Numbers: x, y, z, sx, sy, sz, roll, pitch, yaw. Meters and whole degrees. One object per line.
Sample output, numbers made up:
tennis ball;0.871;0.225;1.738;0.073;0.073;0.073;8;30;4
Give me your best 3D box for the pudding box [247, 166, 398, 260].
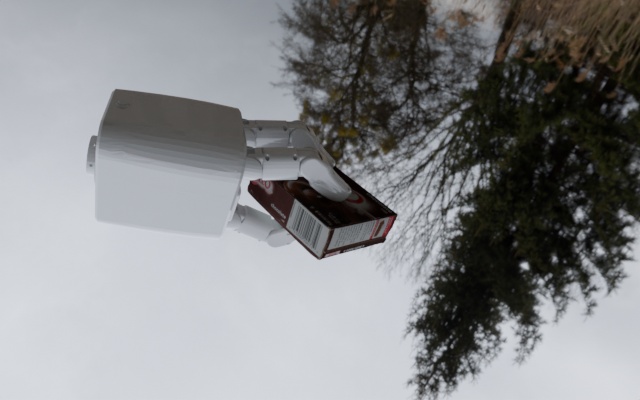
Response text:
pudding box;0.000;0.002;0.443;0.090;0.039;0.113;-10;42;-43
